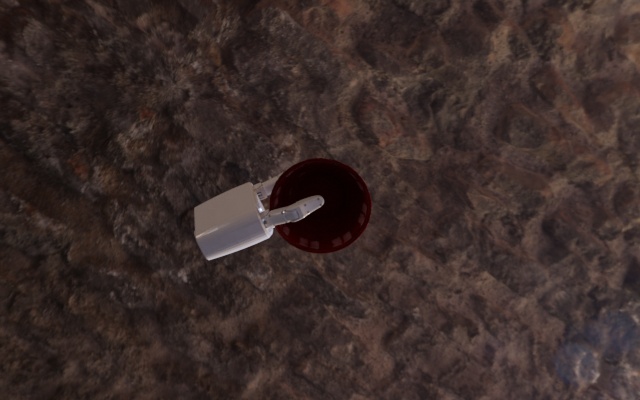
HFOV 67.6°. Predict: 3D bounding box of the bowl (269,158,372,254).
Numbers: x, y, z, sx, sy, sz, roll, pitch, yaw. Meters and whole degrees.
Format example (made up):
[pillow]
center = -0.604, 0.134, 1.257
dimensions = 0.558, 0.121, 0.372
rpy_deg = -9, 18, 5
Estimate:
[bowl]
center = 0.001, 0.002, 0.775
dimensions = 0.162, 0.162, 0.055
rpy_deg = 0, 20, 1
